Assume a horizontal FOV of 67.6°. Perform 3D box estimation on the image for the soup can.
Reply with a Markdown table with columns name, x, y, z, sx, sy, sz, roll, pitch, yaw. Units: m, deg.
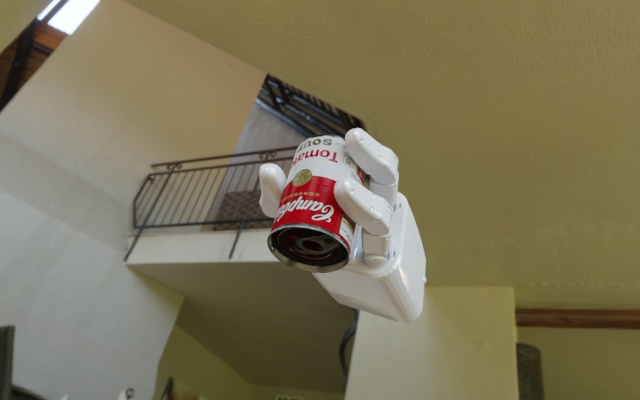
| name | x | y | z | sx | sy | sz | roll | pitch | yaw |
| --- | --- | --- | --- | --- | --- | --- | --- | --- | --- |
| soup can | 0.000 | 0.001 | 0.411 | 0.068 | 0.102 | 0.069 | 9 | -36 | 7 |
